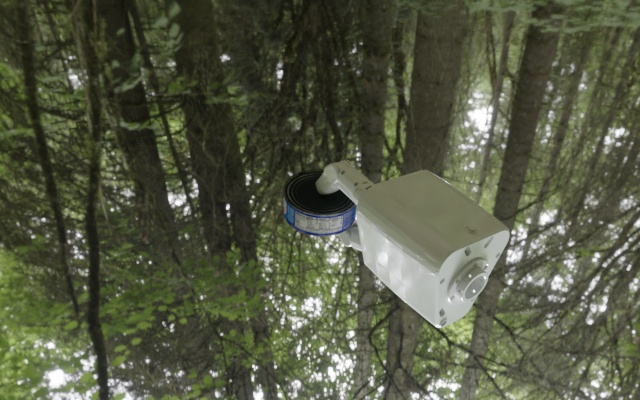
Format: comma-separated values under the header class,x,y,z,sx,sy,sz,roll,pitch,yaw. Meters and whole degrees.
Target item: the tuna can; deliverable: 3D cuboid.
class,x,y,z,sx,sy,sz,roll,pitch,yaw
tuna can,0.000,0.002,0.544,0.086,0.034,0.086,3,37,-2
